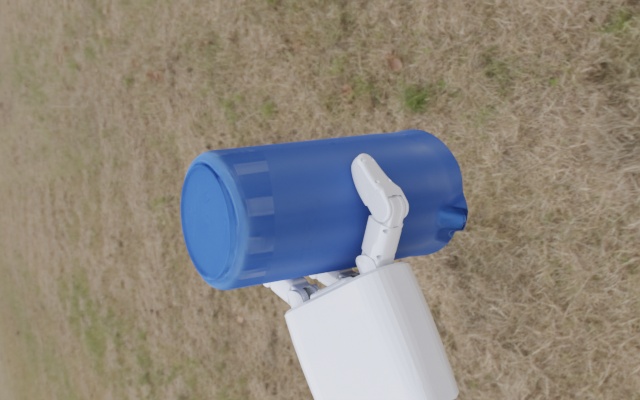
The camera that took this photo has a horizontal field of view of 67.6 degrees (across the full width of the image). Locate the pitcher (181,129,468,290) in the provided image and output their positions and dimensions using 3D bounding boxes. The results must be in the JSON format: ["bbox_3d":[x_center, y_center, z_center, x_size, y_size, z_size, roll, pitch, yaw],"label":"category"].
[{"bbox_3d":[0.000,0.002,0.441,0.243,0.145,0.149,-7,-22,-38],"label":"pitcher"}]
